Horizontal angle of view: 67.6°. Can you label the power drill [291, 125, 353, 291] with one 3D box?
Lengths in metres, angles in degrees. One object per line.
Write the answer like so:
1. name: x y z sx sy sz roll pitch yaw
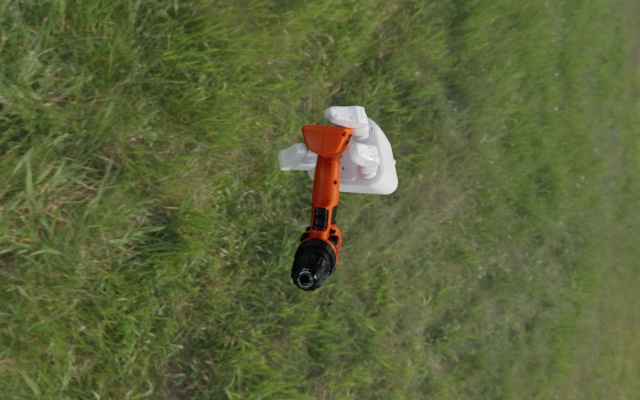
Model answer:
1. power drill: 0.000 0.001 0.587 0.057 0.188 0.184 7 11 5
